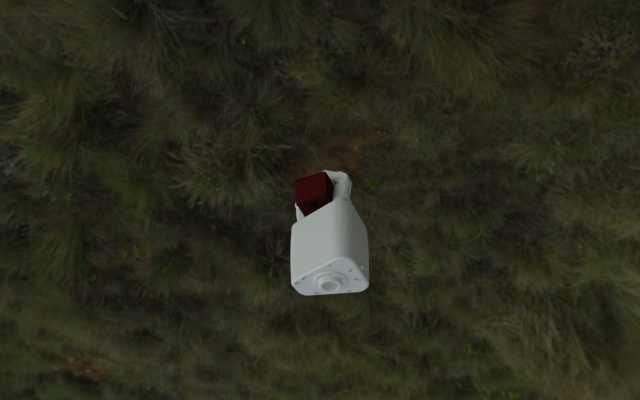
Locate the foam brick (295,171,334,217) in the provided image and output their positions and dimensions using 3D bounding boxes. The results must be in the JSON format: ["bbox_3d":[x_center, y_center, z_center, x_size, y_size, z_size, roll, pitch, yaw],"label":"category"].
[{"bbox_3d":[0.000,0.002,0.753,0.053,0.051,0.078,-18,-46,17],"label":"foam brick"}]
